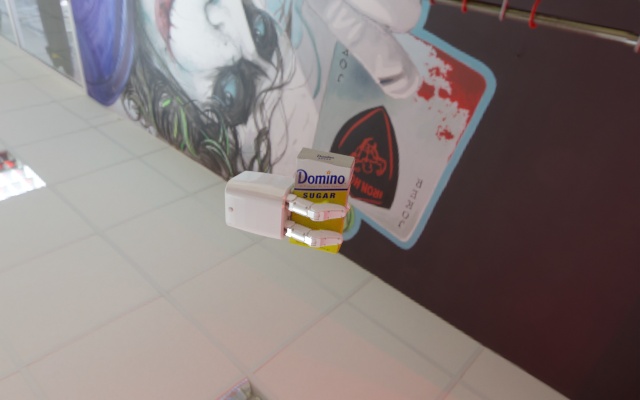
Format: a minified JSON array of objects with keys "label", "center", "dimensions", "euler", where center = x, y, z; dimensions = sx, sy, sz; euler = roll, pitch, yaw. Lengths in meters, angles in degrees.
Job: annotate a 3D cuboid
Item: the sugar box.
[{"label":"sugar box","center":[0.000,0.003,0.821],"dimensions":[0.093,0.176,0.048],"euler":[11,34,8]}]
